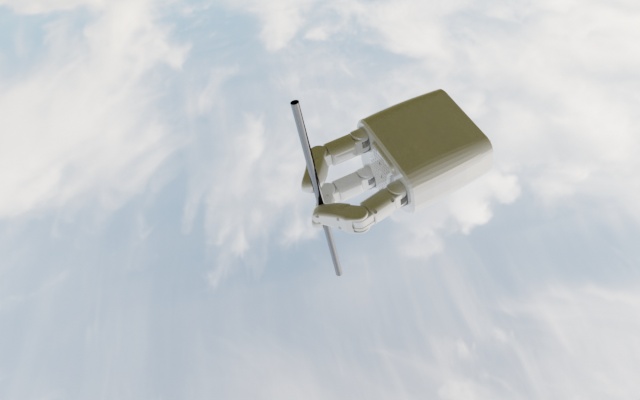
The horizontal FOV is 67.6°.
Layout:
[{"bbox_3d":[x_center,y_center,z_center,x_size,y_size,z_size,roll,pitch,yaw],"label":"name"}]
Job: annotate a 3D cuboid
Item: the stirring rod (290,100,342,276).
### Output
[{"bbox_3d":[0.000,0.002,0.491,0.011,0.240,0.011,-8,43,7],"label":"stirring rod"}]
